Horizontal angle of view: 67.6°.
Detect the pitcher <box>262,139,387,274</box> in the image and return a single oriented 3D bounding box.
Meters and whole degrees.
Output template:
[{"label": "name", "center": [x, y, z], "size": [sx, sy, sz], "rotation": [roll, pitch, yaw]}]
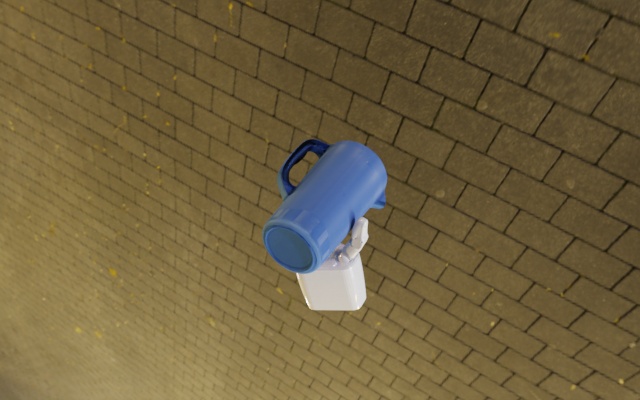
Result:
[{"label": "pitcher", "center": [0.000, 0.003, 0.813], "size": [0.149, 0.145, 0.242], "rotation": [9, 38, 29]}]
